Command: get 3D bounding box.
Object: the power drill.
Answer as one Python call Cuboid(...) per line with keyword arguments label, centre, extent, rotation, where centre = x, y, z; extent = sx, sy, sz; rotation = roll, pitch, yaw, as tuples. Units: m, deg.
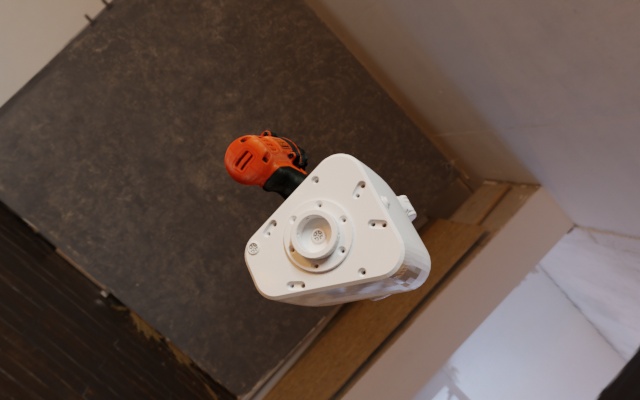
Cuboid(label="power drill", centre=(0.000, 0.002, 0.505), extent=(0.187, 0.057, 0.184), rotation=(39, 13, 6))
